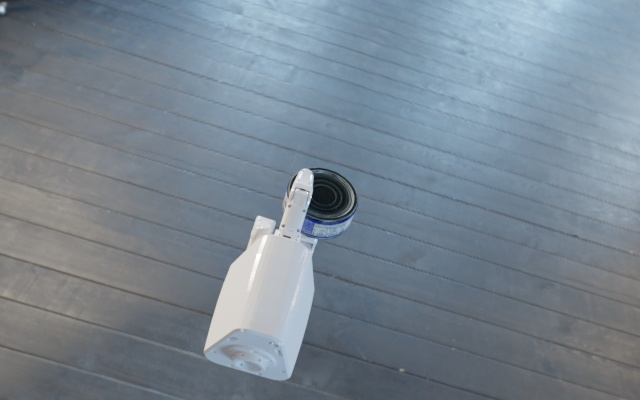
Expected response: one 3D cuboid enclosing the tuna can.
[{"bbox_3d":[0.000,0.001,0.560,0.086,0.086,0.034,0,-40,-16],"label":"tuna can"}]
